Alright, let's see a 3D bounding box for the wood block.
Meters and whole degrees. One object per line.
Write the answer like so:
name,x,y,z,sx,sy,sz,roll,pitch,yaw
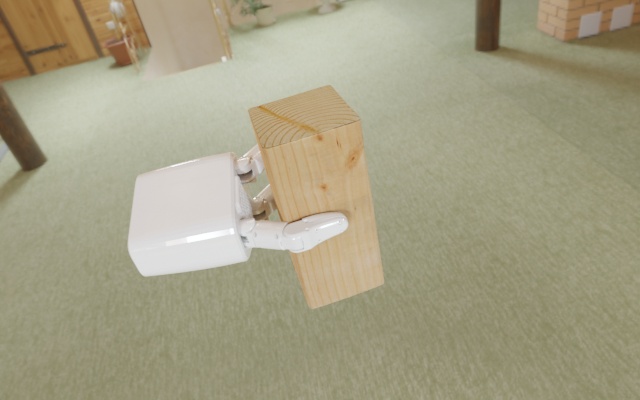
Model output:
wood block,0.000,0.002,0.498,0.090,0.206,0.090,-18,36,-7
